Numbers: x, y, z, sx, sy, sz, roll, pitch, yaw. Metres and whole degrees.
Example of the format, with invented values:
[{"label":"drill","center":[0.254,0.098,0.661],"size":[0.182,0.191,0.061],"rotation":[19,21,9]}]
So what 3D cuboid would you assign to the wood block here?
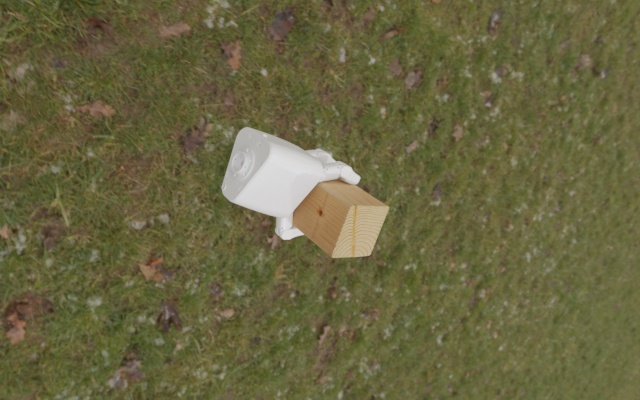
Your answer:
[{"label":"wood block","center":[0.000,0.003,0.791],"size":[0.090,0.091,0.206],"rotation":[2,25,-42]}]
